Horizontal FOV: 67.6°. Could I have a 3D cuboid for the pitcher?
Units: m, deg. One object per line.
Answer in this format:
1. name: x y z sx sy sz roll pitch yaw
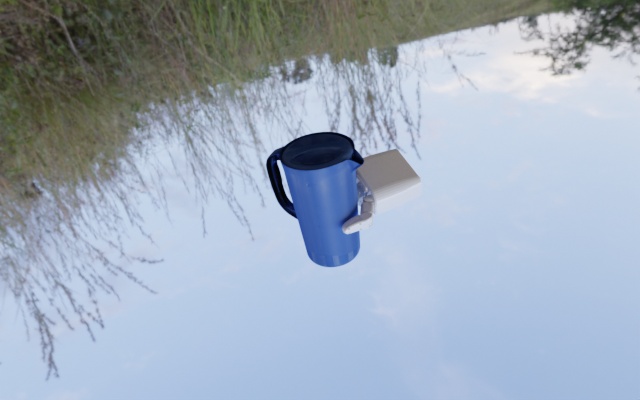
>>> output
1. pitcher: 0.000 0.003 0.895 0.145 0.243 0.149 -21 36 -15
